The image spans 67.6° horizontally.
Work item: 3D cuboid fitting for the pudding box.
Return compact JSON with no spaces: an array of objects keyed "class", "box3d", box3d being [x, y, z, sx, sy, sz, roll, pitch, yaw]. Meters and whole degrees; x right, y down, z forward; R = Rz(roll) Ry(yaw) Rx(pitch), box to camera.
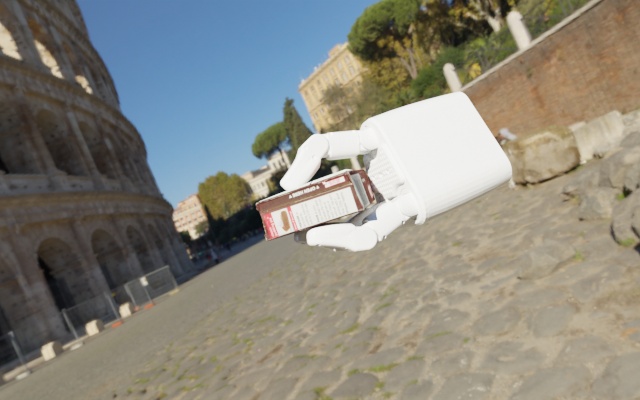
[{"class":"pudding box","box3d":[0.000,0.001,0.451,0.090,0.039,0.113,-19,-1,12]}]
